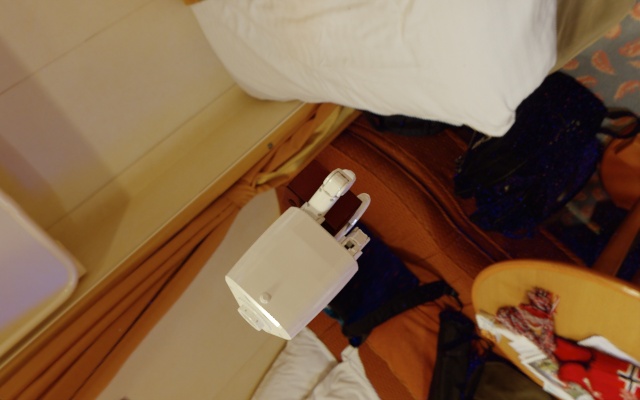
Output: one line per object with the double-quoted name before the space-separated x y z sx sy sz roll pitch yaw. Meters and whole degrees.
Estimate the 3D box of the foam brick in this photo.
"foam brick" 0.000 0.002 0.558 0.051 0.078 0.053 -45 -8 -22
